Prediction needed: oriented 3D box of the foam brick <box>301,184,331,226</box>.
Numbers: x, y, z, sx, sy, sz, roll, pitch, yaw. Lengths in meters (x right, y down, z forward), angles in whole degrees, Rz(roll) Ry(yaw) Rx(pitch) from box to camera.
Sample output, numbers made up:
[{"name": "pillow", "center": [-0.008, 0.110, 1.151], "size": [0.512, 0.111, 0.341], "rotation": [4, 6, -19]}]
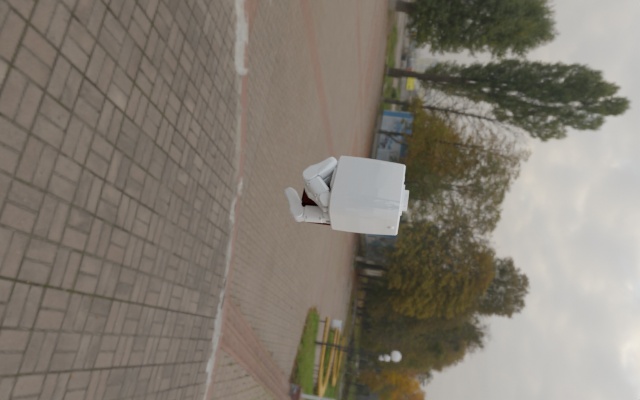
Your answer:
[{"name": "foam brick", "center": [0.000, 0.003, 0.812], "size": [0.051, 0.053, 0.078], "rotation": [7, -24, 9]}]
